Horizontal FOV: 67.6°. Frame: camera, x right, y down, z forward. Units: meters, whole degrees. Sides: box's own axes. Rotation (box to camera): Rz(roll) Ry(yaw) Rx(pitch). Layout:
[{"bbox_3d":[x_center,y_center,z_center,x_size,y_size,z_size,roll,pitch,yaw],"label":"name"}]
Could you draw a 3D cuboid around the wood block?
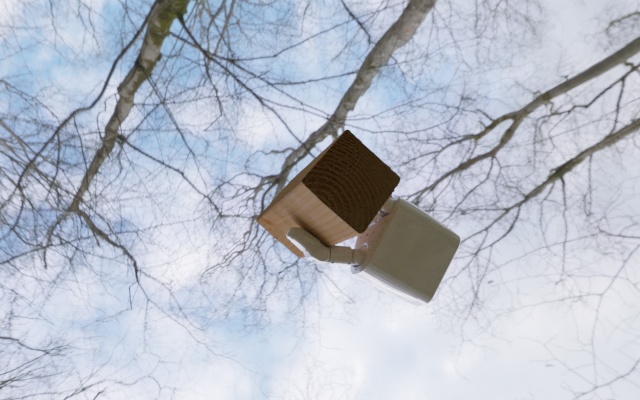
[{"bbox_3d":[0.000,0.003,0.618,0.090,0.090,0.206,42,-25,-7],"label":"wood block"}]
